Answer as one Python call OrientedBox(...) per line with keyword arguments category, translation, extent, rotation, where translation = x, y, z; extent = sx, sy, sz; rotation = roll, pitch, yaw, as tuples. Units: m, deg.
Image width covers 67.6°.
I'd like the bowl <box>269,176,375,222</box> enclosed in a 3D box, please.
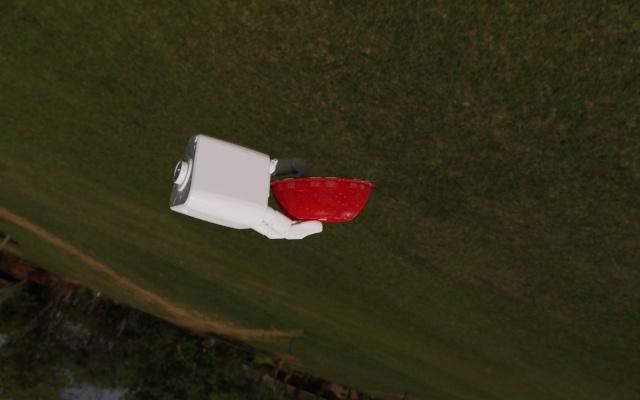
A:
OrientedBox(category="bowl", translation=(0.001, 0.003, 0.714), extent=(0.162, 0.055, 0.162), rotation=(0, -6, 0))
